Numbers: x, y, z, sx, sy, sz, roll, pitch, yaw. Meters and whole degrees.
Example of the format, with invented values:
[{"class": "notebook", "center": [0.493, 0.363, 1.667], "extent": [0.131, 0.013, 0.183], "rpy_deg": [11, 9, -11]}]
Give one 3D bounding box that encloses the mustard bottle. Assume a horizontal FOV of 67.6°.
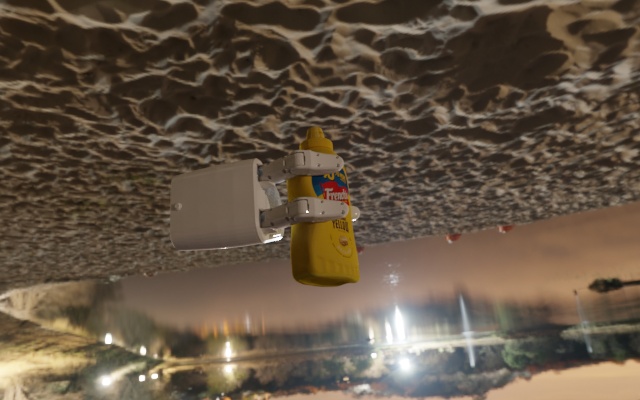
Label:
[{"class": "mustard bottle", "center": [0.000, 0.002, 0.564], "extent": [0.058, 0.191, 0.096], "rpy_deg": [-18, -23, 33]}]
